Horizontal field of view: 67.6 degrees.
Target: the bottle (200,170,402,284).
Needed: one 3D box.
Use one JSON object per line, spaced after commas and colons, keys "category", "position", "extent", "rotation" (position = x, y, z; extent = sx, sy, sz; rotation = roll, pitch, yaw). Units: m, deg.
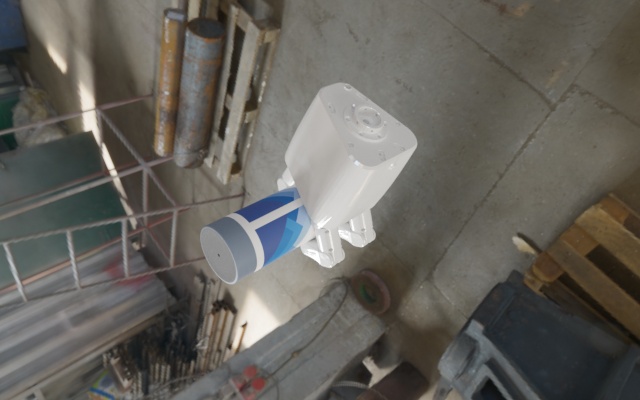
{"category": "bottle", "position": [0.000, 0.002, 0.576], "extent": [0.295, 0.069, 0.069], "rotation": [-28, 17, -37]}
